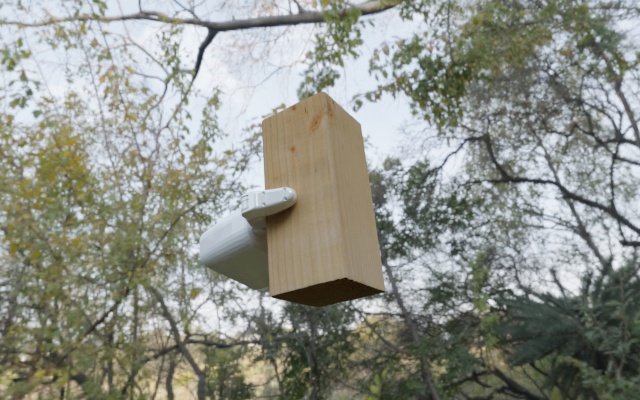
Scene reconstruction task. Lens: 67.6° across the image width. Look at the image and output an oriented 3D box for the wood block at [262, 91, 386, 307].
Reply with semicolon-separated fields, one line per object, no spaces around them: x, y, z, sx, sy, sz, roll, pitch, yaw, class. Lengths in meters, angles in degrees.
0.000;0.002;0.523;0.090;0.206;0.091;-19;-27;28;wood block
